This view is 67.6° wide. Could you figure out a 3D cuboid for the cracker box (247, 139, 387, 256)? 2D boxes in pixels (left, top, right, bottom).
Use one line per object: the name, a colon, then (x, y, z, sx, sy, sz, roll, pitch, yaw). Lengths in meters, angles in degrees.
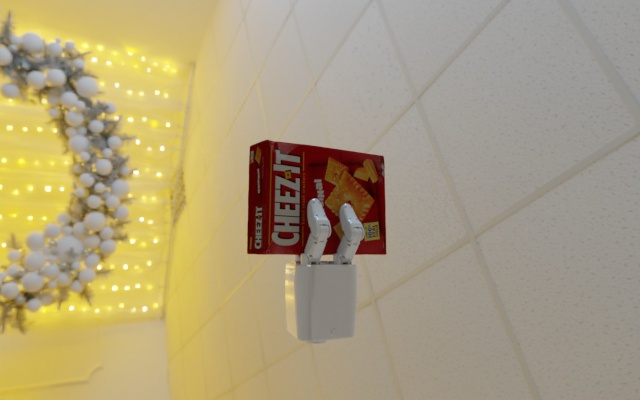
cracker box: (0.000, 0.002, 0.734, 0.214, 0.164, 0.072, 4, -7, -31)
